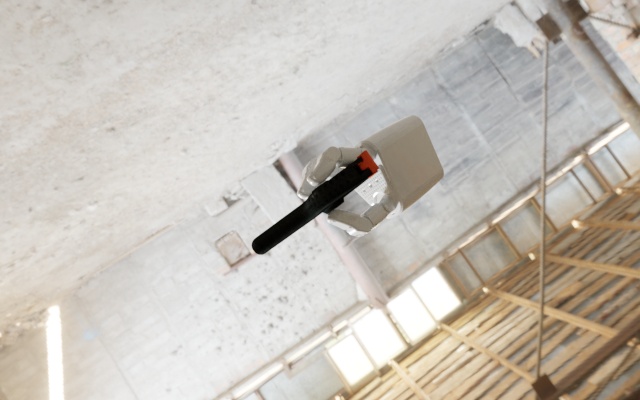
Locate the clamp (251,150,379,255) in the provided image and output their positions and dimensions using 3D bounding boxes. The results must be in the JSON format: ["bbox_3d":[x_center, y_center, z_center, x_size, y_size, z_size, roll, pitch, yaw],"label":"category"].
[{"bbox_3d":[0.001,0.002,0.616,0.164,0.036,0.210,-34,-3,-32],"label":"clamp"}]
